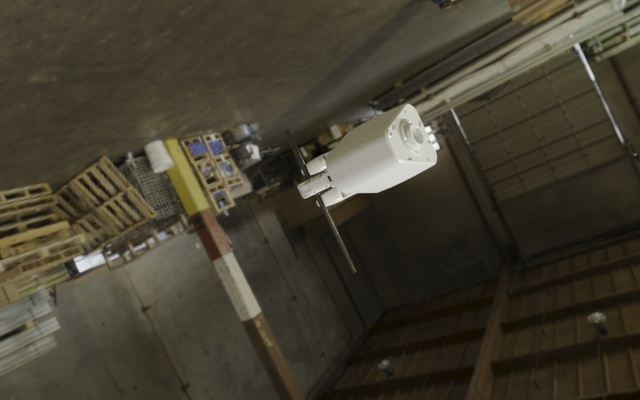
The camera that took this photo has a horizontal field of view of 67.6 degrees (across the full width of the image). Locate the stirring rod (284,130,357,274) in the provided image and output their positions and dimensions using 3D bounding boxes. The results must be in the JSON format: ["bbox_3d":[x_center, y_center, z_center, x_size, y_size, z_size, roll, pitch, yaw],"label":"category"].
[{"bbox_3d":[0.000,0.002,0.730,0.011,0.239,0.011,-26,1,1],"label":"stirring rod"}]
